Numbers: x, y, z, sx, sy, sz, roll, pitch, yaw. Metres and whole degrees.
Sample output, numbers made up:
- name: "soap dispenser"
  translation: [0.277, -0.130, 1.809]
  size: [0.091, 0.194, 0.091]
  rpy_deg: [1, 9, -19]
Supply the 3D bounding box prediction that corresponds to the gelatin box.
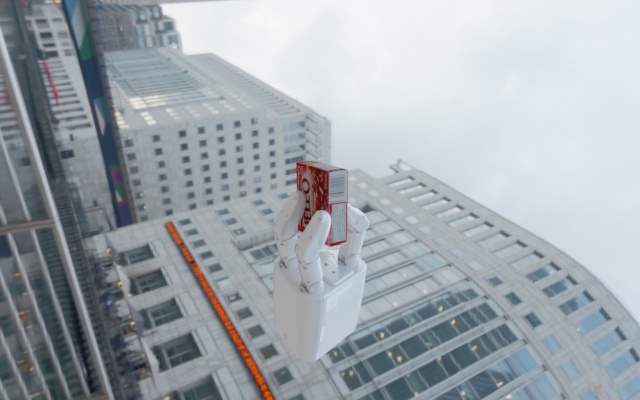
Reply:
- name: "gelatin box"
  translation: [0.000, 0.001, 0.564]
  size: [0.030, 0.089, 0.073]
  rpy_deg: [-8, 16, -31]
